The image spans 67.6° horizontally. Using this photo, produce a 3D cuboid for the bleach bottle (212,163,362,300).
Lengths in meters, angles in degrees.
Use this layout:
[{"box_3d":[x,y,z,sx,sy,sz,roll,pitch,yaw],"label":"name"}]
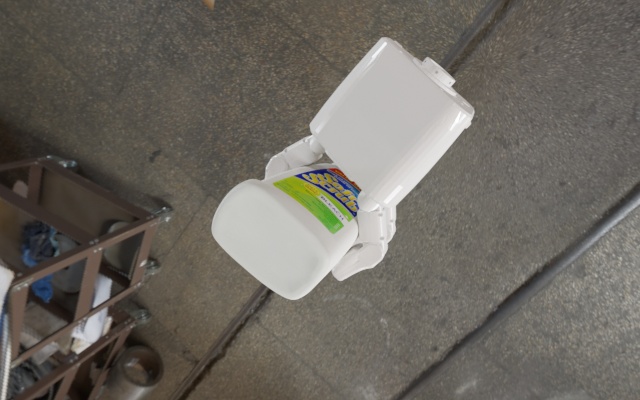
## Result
[{"box_3d":[0.000,0.002,0.479,0.102,0.068,0.250,41,24,4],"label":"bleach bottle"}]
